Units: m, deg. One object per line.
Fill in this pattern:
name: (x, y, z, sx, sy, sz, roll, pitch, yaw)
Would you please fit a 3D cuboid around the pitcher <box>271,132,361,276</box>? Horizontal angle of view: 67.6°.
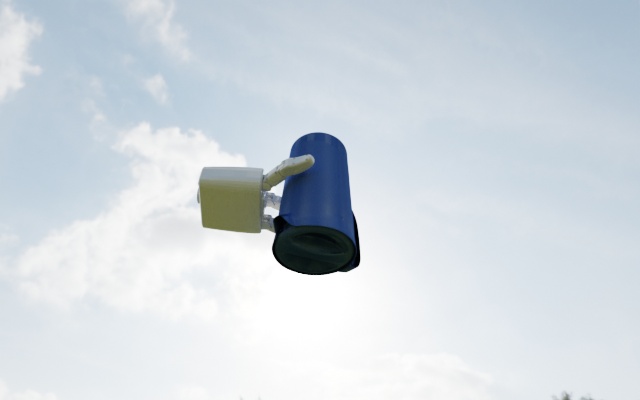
pitcher: (0.000, 0.003, 0.825, 0.145, 0.242, 0.149, 2, -42, 1)
